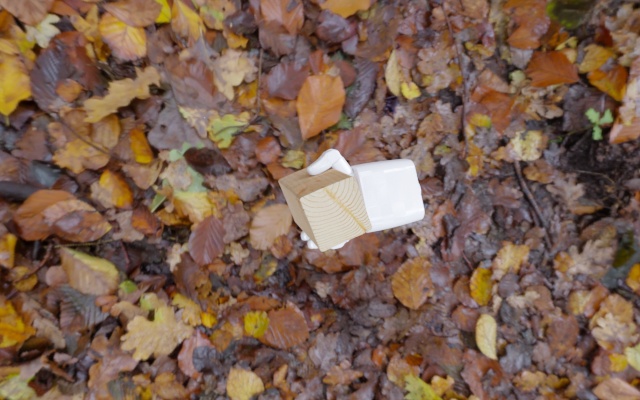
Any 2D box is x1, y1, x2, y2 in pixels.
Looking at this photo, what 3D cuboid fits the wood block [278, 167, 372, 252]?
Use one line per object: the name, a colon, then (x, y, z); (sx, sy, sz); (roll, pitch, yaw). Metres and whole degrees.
wood block: (0.000, 0.002, 0.799); (0.090, 0.091, 0.206); (-23, 14, -9)
